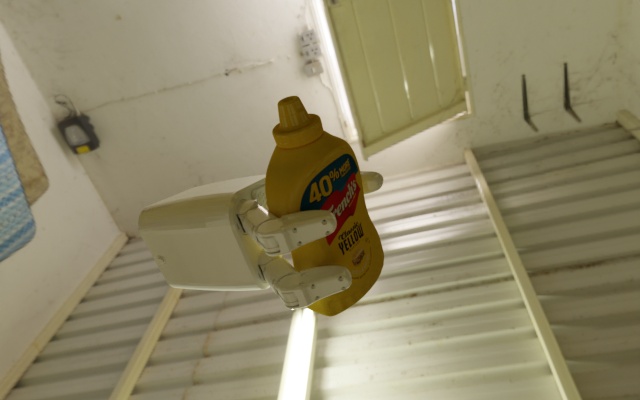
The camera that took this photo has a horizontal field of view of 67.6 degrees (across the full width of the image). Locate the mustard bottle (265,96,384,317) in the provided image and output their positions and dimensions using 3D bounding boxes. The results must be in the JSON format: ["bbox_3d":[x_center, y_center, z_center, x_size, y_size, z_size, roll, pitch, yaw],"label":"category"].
[{"bbox_3d":[0.000,0.002,0.418,0.058,0.192,0.096,11,40,43],"label":"mustard bottle"}]
